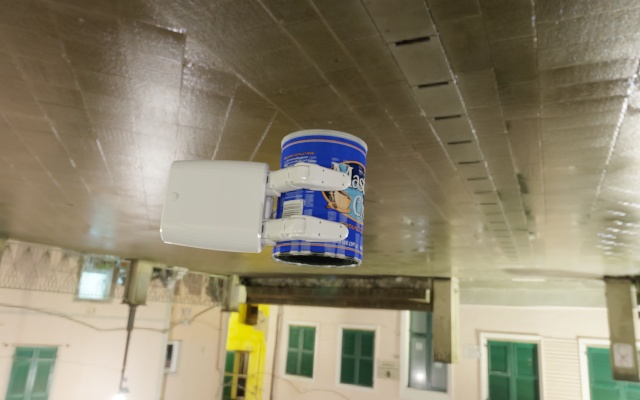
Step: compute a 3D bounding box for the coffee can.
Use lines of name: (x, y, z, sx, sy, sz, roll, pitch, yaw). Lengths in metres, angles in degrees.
coffee can: (0.000, 0.002, 0.555, 0.103, 0.140, 0.103, 4, -15, 1)
